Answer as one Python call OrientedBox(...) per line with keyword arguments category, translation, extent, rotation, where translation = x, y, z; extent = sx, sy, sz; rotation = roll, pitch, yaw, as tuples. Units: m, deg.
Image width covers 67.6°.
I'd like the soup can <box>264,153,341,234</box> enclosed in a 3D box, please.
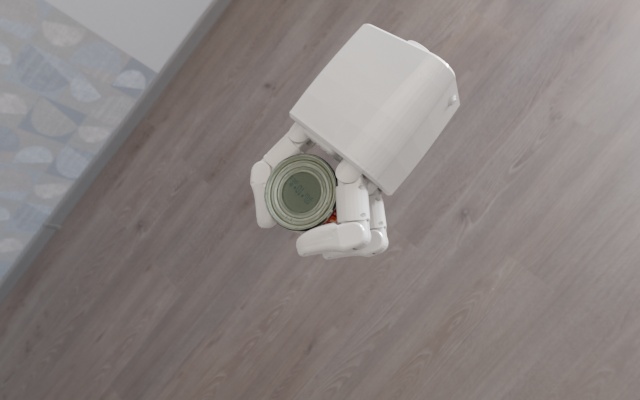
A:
OrientedBox(category="soup can", translation=(0.000, 0.002, 0.439), extent=(0.068, 0.068, 0.102), rotation=(0, -10, 20))
